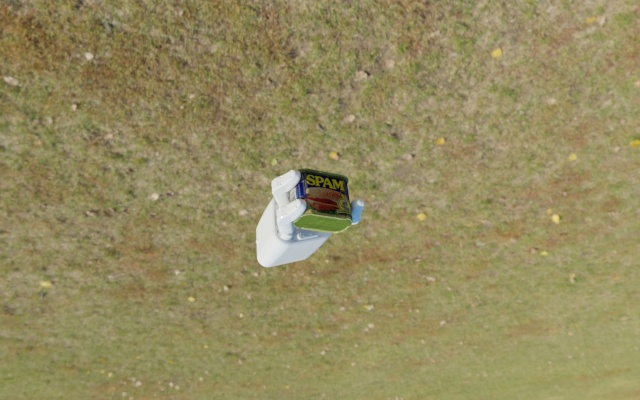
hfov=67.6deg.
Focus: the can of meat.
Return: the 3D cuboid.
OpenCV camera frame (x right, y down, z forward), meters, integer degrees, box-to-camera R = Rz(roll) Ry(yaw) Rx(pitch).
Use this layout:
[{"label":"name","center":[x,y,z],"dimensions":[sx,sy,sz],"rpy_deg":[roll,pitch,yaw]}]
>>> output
[{"label":"can of meat","center":[0.000,0.003,0.779],"dimensions":[0.102,0.084,0.057],"rpy_deg":[9,-34,-25]}]
